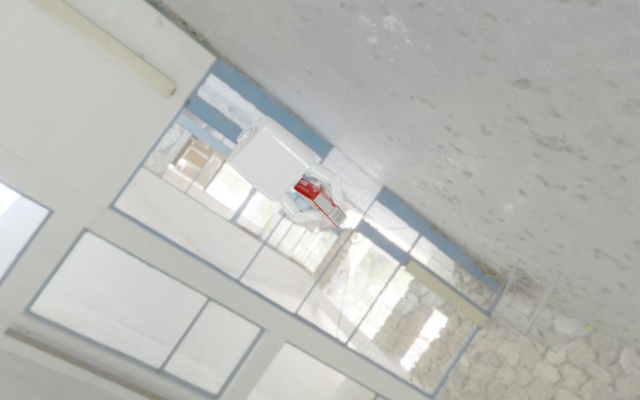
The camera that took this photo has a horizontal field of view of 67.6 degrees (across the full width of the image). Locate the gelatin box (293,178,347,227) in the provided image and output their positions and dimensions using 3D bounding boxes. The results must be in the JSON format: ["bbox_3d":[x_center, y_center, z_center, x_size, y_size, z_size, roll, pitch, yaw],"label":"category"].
[{"bbox_3d":[0.000,0.003,0.883,0.089,0.030,0.073,46,-7,-35],"label":"gelatin box"}]
